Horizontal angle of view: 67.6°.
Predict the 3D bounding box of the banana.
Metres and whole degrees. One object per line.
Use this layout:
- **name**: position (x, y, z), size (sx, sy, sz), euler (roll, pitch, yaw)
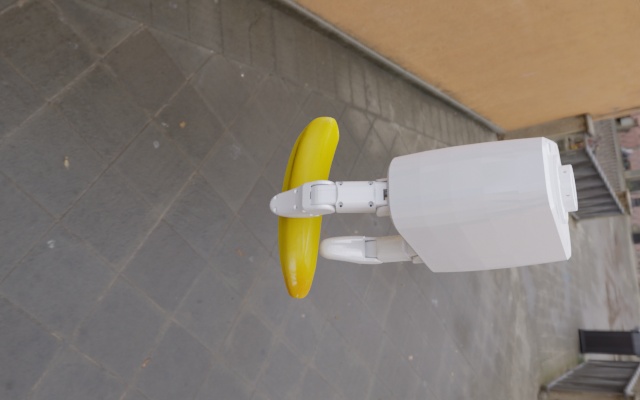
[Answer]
- **banana**: position (-0.007, -0.013, 0.431), size (0.037, 0.197, 0.070), euler (-7, -41, 26)
